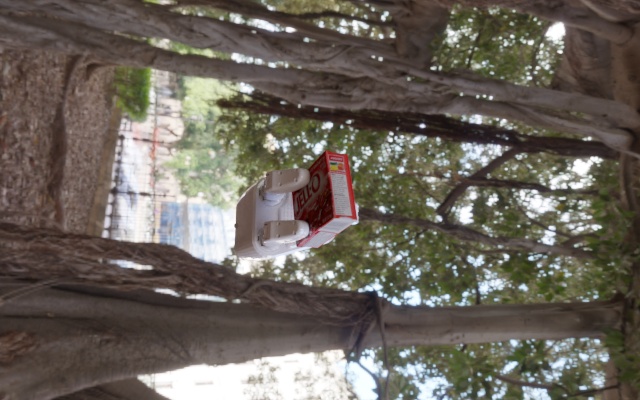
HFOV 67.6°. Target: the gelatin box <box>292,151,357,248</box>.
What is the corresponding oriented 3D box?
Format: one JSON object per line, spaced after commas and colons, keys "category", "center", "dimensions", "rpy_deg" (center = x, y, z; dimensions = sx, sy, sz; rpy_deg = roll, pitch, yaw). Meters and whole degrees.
{"category": "gelatin box", "center": [0.001, 0.002, 0.497], "dimensions": [0.030, 0.073, 0.089], "rpy_deg": [6, -26, -27]}
